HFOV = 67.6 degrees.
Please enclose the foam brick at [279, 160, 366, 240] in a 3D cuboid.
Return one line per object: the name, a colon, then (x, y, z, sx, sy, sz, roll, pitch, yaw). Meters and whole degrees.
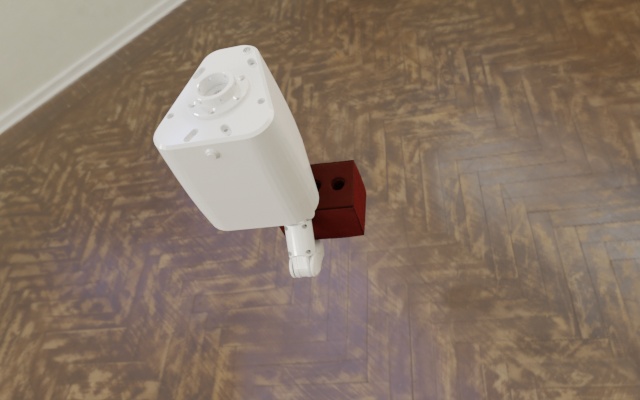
foam brick: (0.000, 0.001, 0.446, 0.078, 0.053, 0.051, -6, -37, 14)
